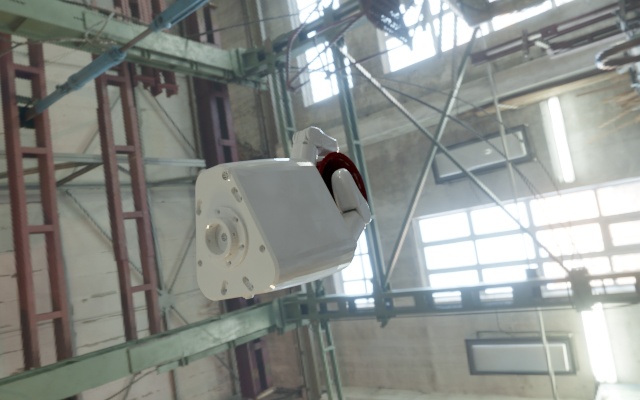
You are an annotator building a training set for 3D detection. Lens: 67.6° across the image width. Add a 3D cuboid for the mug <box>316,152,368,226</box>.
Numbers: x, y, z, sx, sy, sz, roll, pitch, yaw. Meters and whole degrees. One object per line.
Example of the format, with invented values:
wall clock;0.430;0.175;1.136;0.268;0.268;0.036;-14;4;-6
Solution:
mug;0.001;0.002;0.528;0.081;0.093;0.117;-13;-6;34
